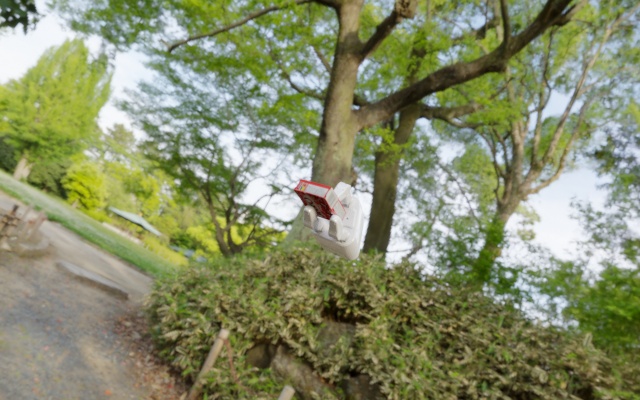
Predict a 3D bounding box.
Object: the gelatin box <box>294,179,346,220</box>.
[{"bbox_3d":[0.000,0.002,0.895,0.073,0.030,0.089,17,-26,33],"label":"gelatin box"}]
